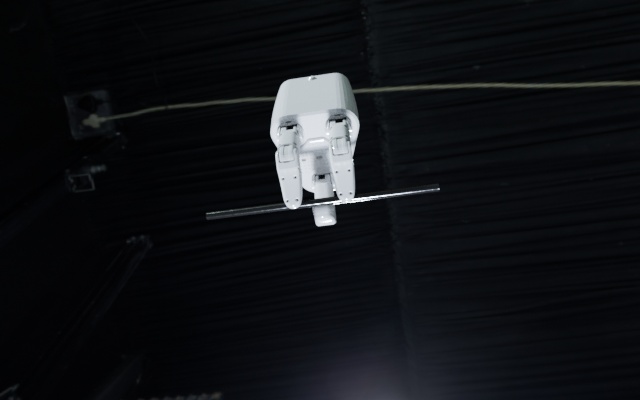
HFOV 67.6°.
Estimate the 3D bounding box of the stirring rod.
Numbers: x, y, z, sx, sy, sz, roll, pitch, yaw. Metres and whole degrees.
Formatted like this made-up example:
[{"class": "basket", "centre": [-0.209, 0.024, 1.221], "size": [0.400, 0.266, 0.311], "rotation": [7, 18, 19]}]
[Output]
[{"class": "stirring rod", "centre": [0.000, 0.002, 0.491], "size": [0.239, 0.011, 0.011], "rotation": [-7, -1, 5]}]
